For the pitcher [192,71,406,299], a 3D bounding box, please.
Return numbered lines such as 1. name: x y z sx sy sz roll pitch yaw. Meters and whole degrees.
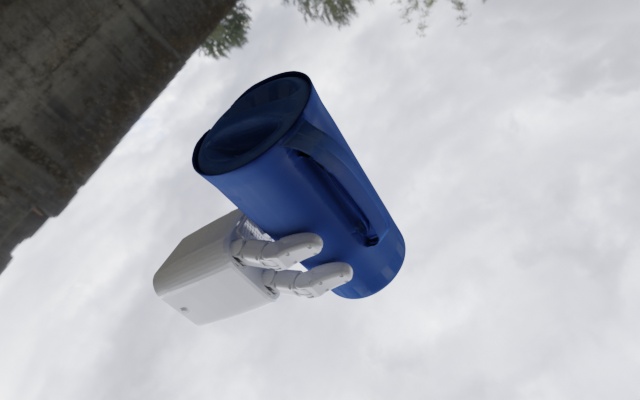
1. pitcher: 0.000 0.002 0.490 0.145 0.149 0.243 -25 -52 20
